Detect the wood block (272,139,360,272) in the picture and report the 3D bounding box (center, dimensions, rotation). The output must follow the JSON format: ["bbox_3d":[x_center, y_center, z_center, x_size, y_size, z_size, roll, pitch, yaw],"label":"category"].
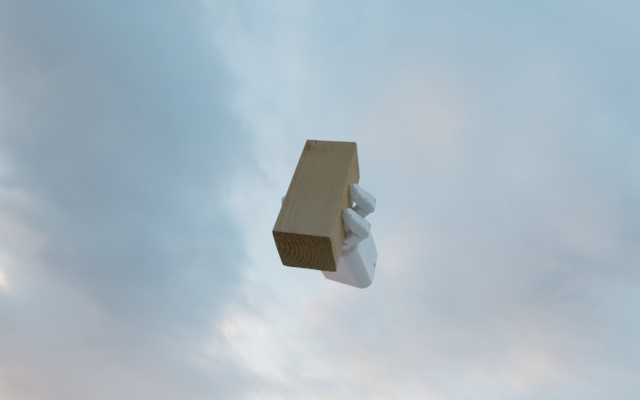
[{"bbox_3d":[0.000,0.003,0.776,0.091,0.206,0.090,4,-42,15],"label":"wood block"}]
